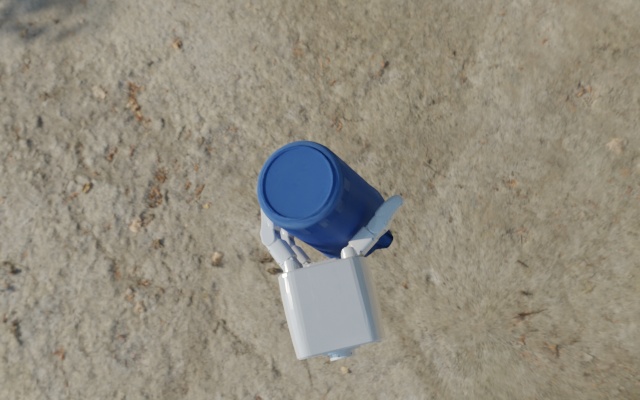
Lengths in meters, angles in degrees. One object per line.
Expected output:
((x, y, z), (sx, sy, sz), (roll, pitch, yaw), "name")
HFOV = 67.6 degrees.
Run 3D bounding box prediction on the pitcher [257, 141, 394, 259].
((0.000, 0.002, 0.659), (0.149, 0.145, 0.243), (-17, -18, 14), "pitcher")
